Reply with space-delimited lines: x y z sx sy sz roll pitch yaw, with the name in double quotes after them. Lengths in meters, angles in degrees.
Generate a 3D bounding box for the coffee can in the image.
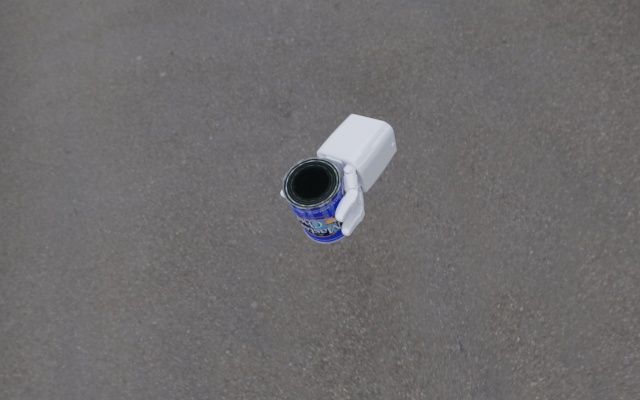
0.000 0.003 0.859 0.103 0.102 0.140 0 -29 15 "coffee can"
